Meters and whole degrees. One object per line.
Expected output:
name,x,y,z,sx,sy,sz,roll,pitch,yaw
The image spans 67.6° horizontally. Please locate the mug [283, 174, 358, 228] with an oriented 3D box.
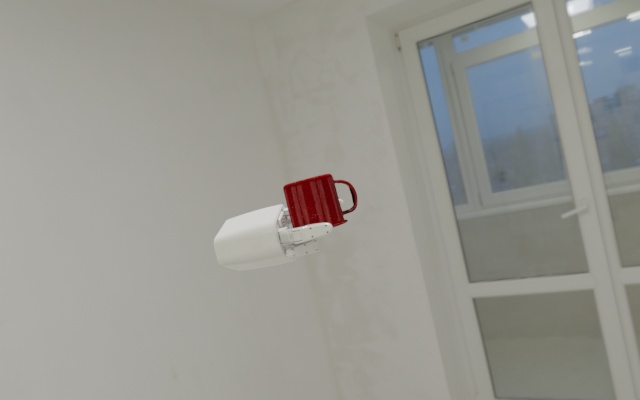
mug,0.001,0.002,0.757,0.117,0.081,0.093,-14,2,7
